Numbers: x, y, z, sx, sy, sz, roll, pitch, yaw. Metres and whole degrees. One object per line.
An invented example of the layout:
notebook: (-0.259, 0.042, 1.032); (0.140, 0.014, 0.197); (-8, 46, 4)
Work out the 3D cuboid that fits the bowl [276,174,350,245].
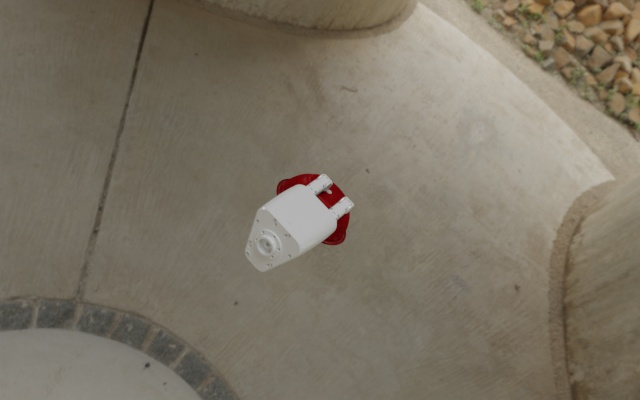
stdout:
bowl: (0.001, 0.002, 0.874); (0.055, 0.162, 0.162); (-47, -25, 25)
